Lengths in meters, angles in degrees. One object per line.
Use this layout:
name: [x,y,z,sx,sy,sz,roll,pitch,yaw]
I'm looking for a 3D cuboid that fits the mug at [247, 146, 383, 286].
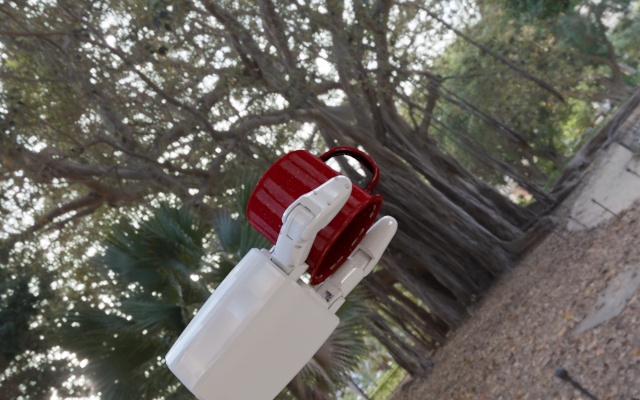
mug: [0.001,0.000,0.406,0.081,0.117,0.093,37,-10,17]
